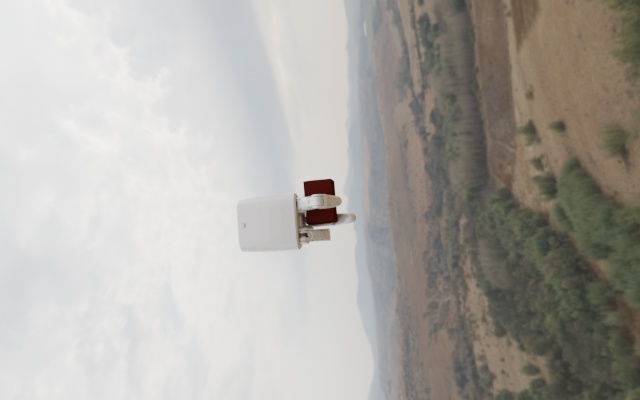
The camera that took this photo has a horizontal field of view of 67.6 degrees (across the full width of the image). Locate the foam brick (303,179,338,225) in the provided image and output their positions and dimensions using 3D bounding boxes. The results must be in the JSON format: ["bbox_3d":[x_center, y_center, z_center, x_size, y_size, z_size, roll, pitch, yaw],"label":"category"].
[{"bbox_3d":[0.000,0.003,0.853,0.051,0.078,0.053,-5,-6,8],"label":"foam brick"}]
